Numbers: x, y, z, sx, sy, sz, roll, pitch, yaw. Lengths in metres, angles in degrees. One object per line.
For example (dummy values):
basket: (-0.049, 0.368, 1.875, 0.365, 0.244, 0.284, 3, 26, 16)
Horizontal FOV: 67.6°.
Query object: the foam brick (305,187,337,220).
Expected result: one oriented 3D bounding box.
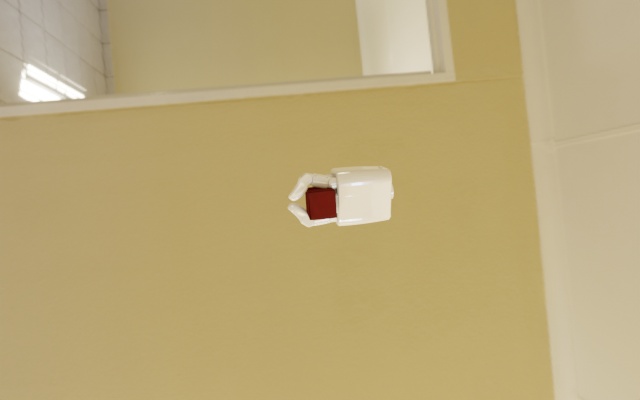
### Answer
foam brick: (0.000, 0.003, 0.897, 0.051, 0.053, 0.078, -4, 10, -5)
